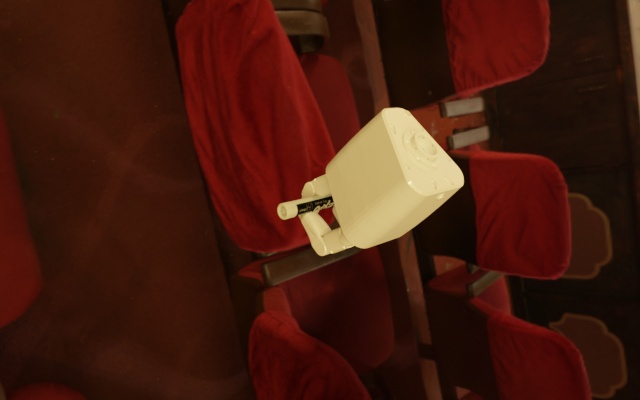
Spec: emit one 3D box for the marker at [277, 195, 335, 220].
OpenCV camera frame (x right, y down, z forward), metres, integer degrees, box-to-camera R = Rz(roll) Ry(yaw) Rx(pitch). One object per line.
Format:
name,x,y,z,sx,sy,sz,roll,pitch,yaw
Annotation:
marker,0.000,0.002,0.580,0.121,0.020,0.020,-14,9,-42
